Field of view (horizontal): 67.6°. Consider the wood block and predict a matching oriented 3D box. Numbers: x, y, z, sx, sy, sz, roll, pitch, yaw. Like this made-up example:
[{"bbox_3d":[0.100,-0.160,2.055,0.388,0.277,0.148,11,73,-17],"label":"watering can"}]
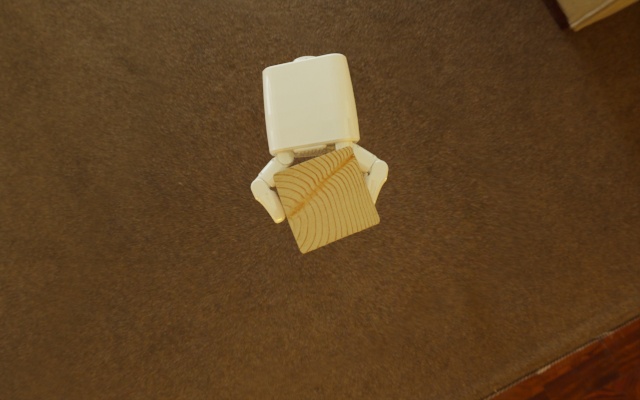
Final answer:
[{"bbox_3d":[0.000,0.002,0.594,0.091,0.090,0.206,-21,-1,-4],"label":"wood block"}]
